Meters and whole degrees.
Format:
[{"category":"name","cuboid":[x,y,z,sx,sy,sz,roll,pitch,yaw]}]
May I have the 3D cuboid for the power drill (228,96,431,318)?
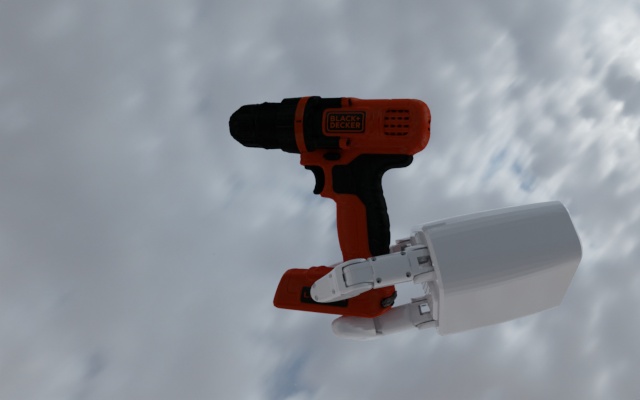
[{"category":"power drill","cuboid":[0.000,0.002,0.421,0.184,0.187,0.057,3,2,20]}]
